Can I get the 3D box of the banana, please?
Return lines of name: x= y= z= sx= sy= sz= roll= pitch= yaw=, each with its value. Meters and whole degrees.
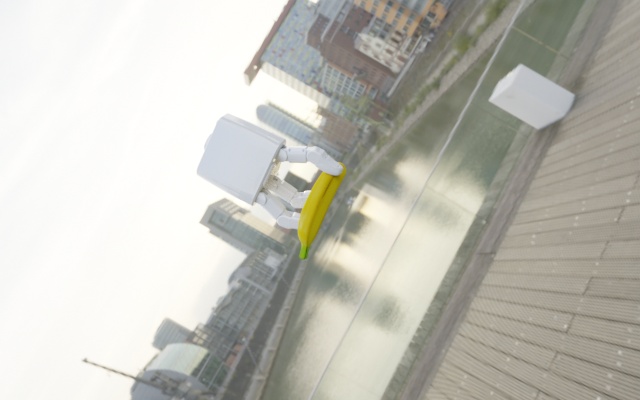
banana: x=0.003 y=-0.006 z=0.744 sx=0.037 sy=0.197 sz=0.070 roll=24 pitch=-37 yaw=3
